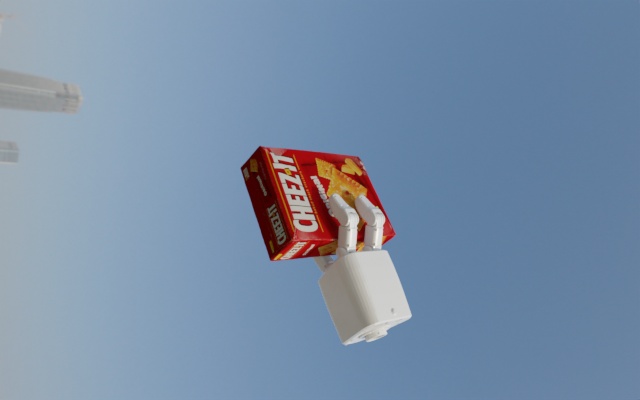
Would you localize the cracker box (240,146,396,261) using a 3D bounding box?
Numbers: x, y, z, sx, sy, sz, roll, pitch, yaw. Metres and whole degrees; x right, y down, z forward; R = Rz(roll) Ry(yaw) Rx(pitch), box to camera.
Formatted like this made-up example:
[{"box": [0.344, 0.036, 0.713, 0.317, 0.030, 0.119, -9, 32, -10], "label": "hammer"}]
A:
[{"box": [0.000, 0.003, 0.756, 0.214, 0.164, 0.072, 1, -33, -41], "label": "cracker box"}]
